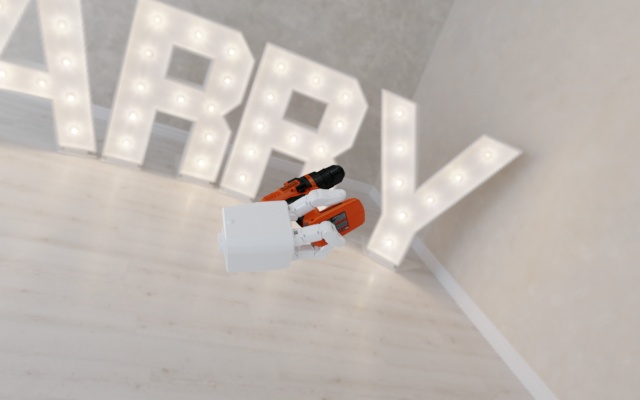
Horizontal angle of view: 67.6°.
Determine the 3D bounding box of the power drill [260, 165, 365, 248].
[{"bbox_3d":[0.000,0.003,0.866,0.184,0.057,0.187,-29,29,-17],"label":"power drill"}]
